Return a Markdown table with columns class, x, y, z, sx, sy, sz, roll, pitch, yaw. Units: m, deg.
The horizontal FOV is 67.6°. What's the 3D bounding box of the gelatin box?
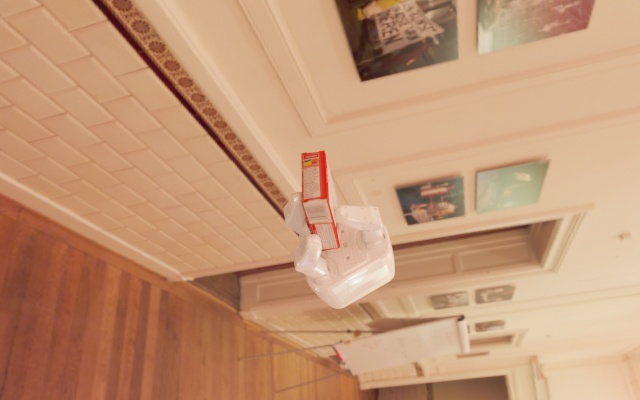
| class | x | y | z | sx | sy | sz | roll | pitch | yaw |
| --- | --- | --- | --- | --- | --- | --- | --- | --- | --- |
| gelatin box | 0.000 | 0.001 | 0.528 | 0.030 | 0.073 | 0.089 | -8 | -42 | 7 |
